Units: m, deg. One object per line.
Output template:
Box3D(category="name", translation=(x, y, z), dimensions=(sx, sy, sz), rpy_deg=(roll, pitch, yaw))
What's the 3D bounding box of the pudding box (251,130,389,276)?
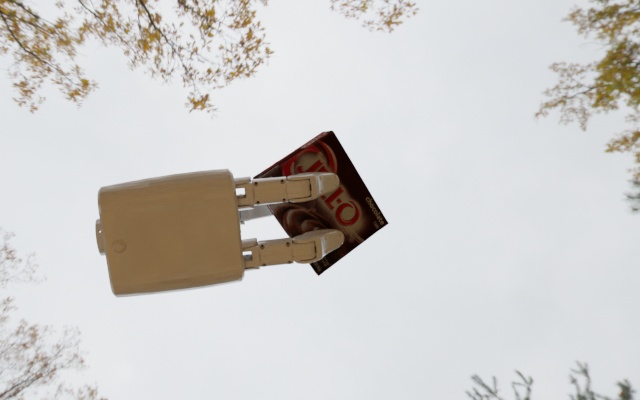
Box3D(category="pudding box", translation=(0.000, 0.002, 0.470), dimensions=(0.090, 0.113, 0.039), rpy_deg=(-35, 17, -10))
